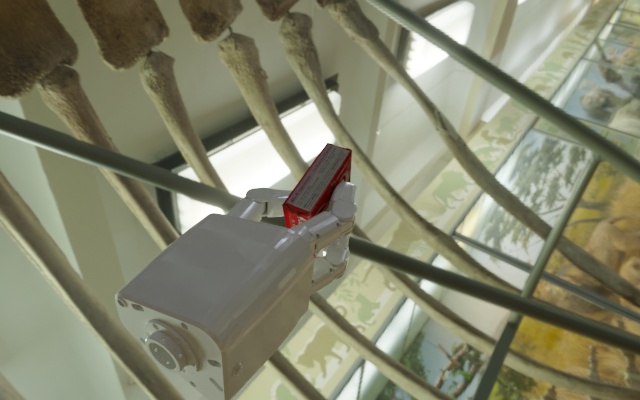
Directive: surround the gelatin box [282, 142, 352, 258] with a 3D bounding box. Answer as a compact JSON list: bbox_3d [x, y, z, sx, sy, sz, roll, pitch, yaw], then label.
[{"bbox_3d":[0.000,0.001,0.454,0.030,0.089,0.073,20,-36,18],"label":"gelatin box"}]
